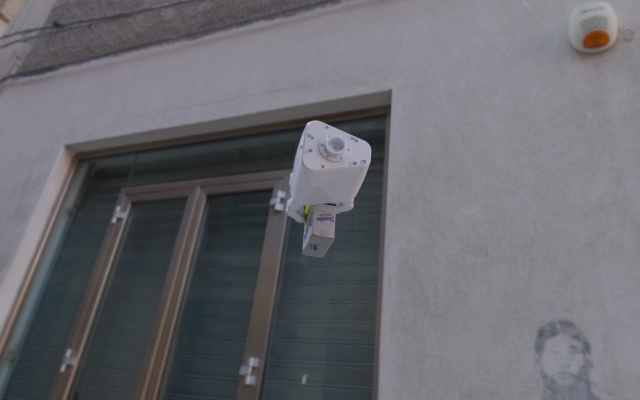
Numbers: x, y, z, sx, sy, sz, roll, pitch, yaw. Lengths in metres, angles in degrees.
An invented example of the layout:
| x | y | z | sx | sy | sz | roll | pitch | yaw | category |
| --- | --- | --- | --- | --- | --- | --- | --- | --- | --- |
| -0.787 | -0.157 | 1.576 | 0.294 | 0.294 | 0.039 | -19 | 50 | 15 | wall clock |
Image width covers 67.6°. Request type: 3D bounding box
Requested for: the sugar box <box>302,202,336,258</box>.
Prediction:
| x | y | z | sx | sy | sz | roll | pitch | yaw | category |
| --- | --- | --- | --- | --- | --- | --- | --- | --- | --- |
| 0.000 | 0.003 | 0.850 | 0.048 | 0.176 | 0.093 | 11 | -29 | -8 | sugar box |
